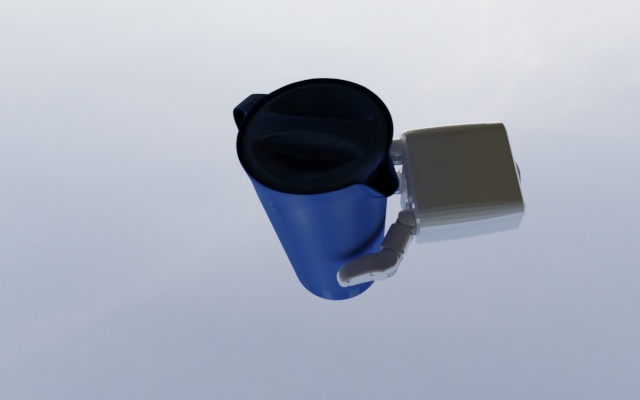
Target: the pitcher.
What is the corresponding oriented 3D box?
[{"bbox_3d":[0.000,0.002,0.495,0.145,0.149,0.243,-8,-36,2],"label":"pitcher"}]
